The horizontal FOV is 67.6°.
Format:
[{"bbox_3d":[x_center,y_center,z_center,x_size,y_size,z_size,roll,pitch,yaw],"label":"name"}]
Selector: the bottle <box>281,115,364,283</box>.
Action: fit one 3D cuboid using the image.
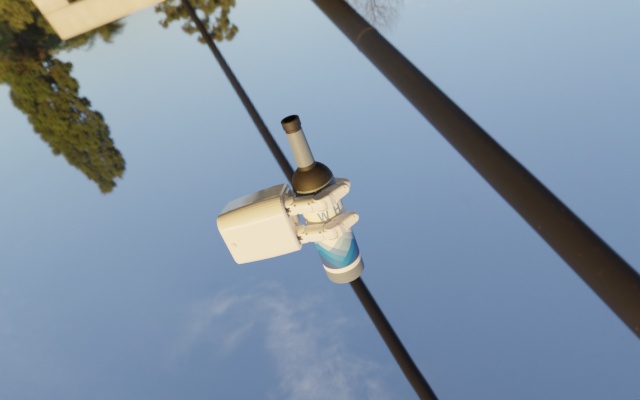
[{"bbox_3d":[0.000,0.003,0.751,0.069,0.296,0.069,-15,32,9],"label":"bottle"}]
